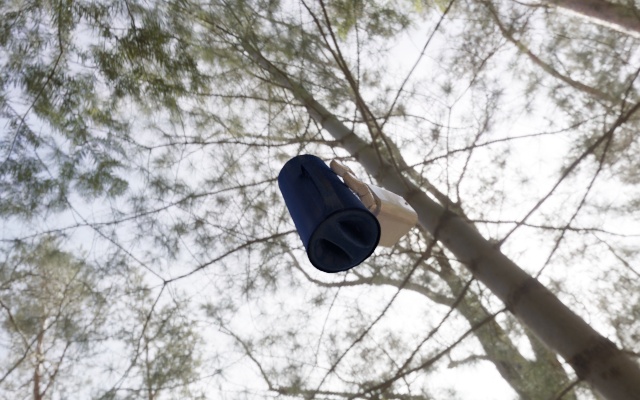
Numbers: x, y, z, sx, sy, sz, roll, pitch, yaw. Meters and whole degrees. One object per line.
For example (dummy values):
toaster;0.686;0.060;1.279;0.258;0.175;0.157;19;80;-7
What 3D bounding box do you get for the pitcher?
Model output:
pitcher;0.000;0.003;0.875;0.145;0.149;0.242;16;24;-31
